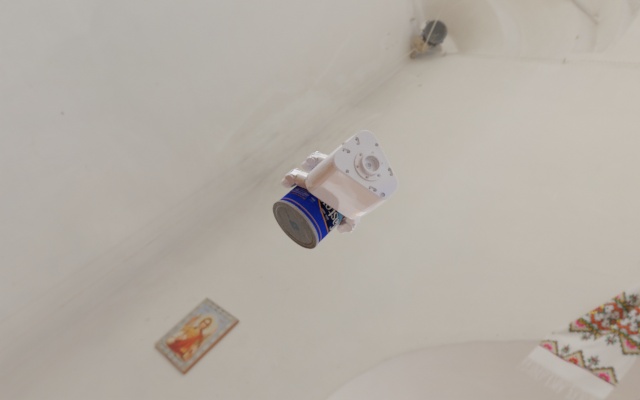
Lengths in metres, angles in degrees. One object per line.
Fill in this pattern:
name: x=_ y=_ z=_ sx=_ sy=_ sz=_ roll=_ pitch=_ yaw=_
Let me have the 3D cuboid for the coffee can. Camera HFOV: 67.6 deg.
coffee can: x=0.000 y=0.003 z=0.847 sx=0.140 sy=0.103 sz=0.103 roll=-42 pitch=23 yaw=-28
